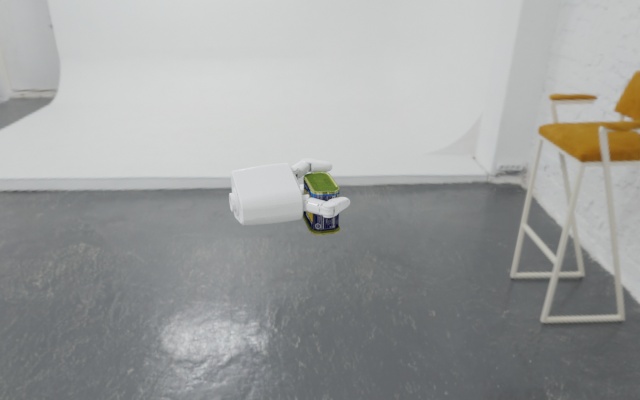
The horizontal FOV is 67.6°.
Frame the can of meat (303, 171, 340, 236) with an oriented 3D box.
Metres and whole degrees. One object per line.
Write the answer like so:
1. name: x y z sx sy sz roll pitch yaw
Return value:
1. can of meat: 0.000 0.003 0.877 0.057 0.084 0.102 -6 25 -13
